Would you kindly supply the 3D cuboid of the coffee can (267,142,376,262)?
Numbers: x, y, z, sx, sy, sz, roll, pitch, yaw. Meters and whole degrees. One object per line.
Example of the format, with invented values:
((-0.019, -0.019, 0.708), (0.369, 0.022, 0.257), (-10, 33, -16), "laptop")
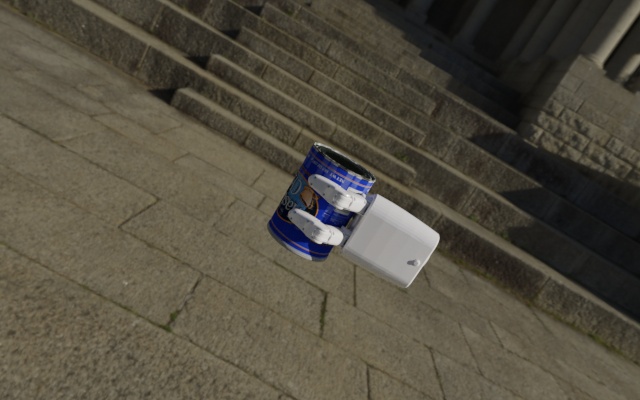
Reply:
((0.000, 0.002, 0.690), (0.103, 0.140, 0.102), (29, 15, -8), "coffee can")
